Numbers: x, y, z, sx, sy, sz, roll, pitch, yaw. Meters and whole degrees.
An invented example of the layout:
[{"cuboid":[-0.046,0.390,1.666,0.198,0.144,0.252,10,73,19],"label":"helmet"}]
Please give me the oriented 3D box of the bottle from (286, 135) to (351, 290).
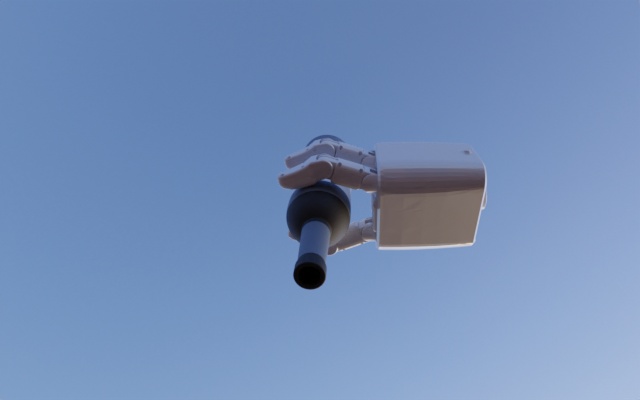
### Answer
[{"cuboid":[0.000,0.002,0.524,0.069,0.069,0.295,0,24,4],"label":"bottle"}]
